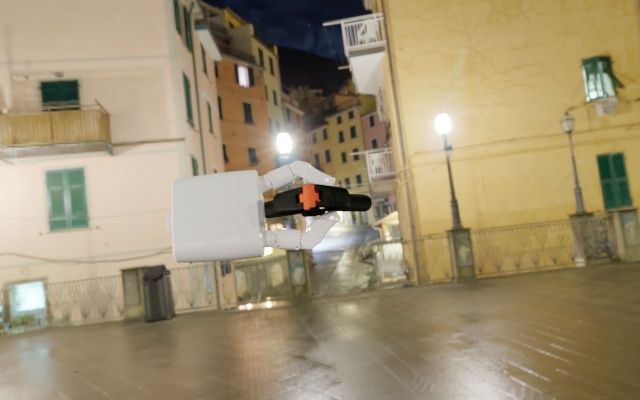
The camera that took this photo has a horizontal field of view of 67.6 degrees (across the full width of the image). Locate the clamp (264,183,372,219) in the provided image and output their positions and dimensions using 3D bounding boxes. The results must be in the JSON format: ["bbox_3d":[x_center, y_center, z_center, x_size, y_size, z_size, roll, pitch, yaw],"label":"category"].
[{"bbox_3d":[0.000,0.001,0.620,0.164,0.036,0.210,-5,-4,-6],"label":"clamp"}]
